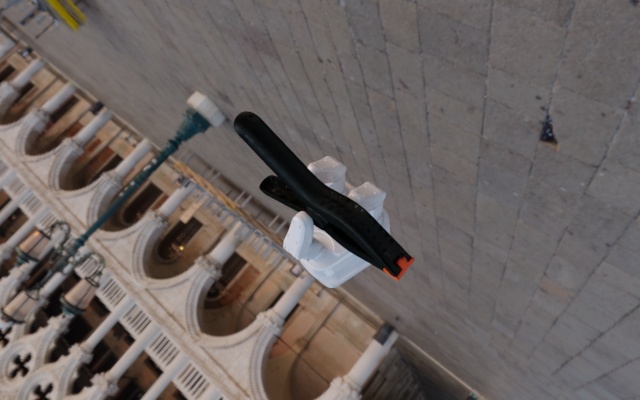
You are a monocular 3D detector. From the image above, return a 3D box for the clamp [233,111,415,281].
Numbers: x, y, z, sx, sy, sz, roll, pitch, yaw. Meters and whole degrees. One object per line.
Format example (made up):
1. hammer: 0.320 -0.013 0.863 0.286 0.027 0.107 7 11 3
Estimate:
1. clamp: 0.000 0.003 0.475 0.210 0.036 0.165 35 -14 21
